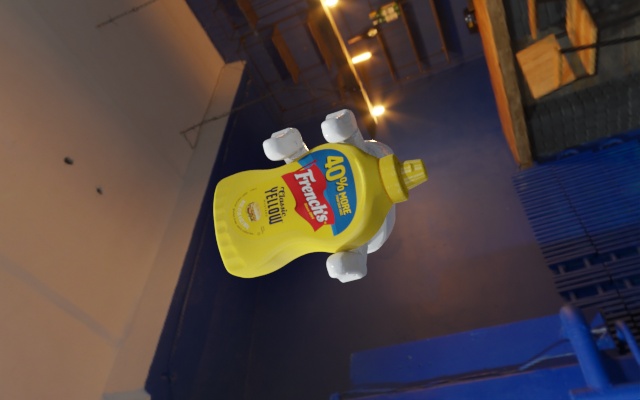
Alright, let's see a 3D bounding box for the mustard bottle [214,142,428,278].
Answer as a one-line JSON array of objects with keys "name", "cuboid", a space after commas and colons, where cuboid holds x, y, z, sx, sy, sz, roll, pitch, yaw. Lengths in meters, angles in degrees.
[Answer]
[{"name": "mustard bottle", "cuboid": [0.000, 0.001, 0.424, 0.191, 0.096, 0.058, -17, -22, 18]}]
